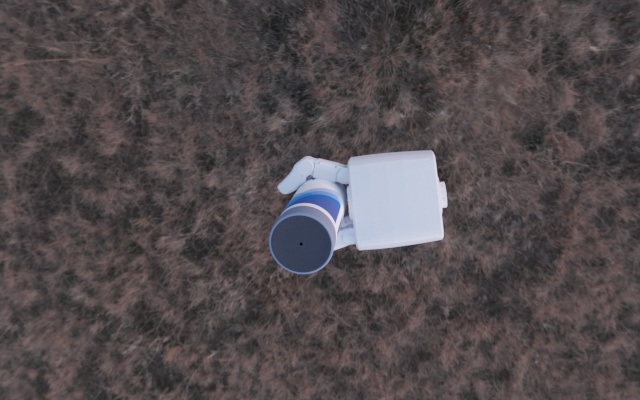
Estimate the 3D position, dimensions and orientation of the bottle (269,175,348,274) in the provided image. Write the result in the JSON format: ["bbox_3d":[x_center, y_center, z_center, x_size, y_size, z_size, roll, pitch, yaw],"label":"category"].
[{"bbox_3d":[0.000,0.002,0.618,0.069,0.069,0.295,0,17,8],"label":"bottle"}]
